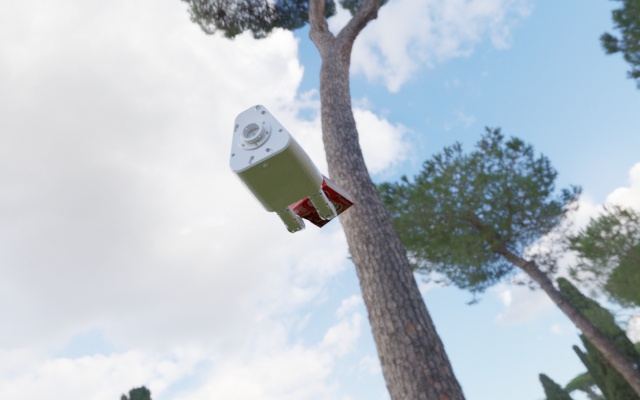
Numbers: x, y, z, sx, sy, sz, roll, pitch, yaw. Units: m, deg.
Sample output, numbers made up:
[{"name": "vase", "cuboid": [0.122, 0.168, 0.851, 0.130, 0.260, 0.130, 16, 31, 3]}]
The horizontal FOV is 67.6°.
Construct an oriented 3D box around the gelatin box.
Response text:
[{"name": "gelatin box", "cuboid": [0.000, 0.002, 0.765, 0.073, 0.030, 0.089, -37, -37, 16]}]
